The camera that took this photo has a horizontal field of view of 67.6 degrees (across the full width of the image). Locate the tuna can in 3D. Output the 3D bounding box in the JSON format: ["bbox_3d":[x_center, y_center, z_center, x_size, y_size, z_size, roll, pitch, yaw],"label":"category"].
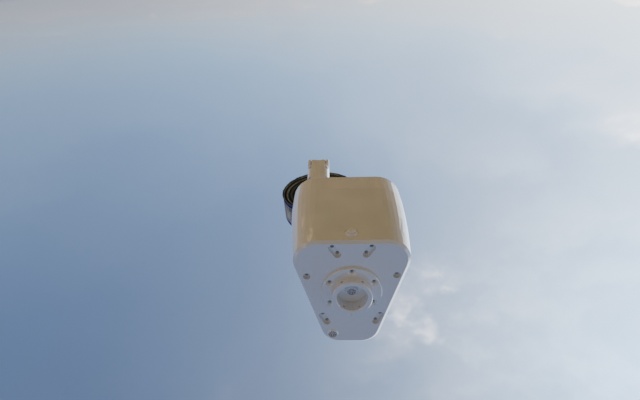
[{"bbox_3d":[0.000,0.002,0.556,0.086,0.034,0.086,-4,31,2],"label":"tuna can"}]
